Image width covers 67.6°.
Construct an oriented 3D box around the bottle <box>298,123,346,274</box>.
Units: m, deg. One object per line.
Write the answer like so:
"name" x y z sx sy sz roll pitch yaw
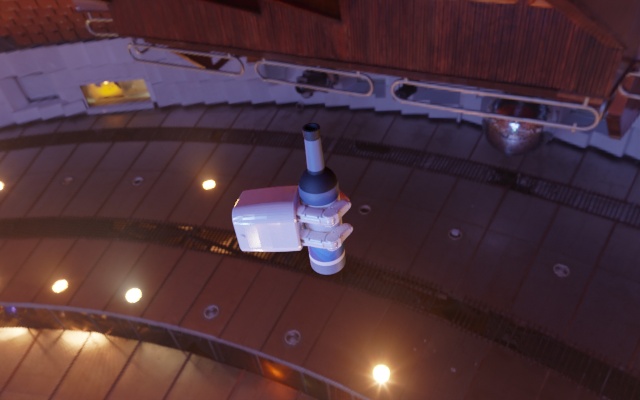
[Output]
"bottle" 0.000 0.003 0.814 0.069 0.296 0.069 -4 39 4
